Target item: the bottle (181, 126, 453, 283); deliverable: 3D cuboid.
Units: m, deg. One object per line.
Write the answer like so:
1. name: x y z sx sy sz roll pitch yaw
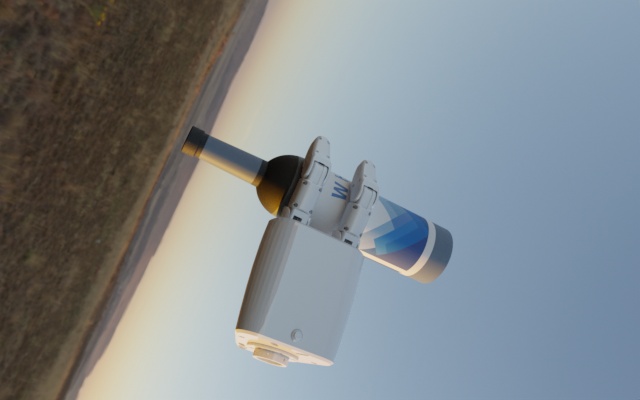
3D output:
1. bottle: 0.000 0.002 0.496 0.296 0.069 0.069 25 -8 -17
